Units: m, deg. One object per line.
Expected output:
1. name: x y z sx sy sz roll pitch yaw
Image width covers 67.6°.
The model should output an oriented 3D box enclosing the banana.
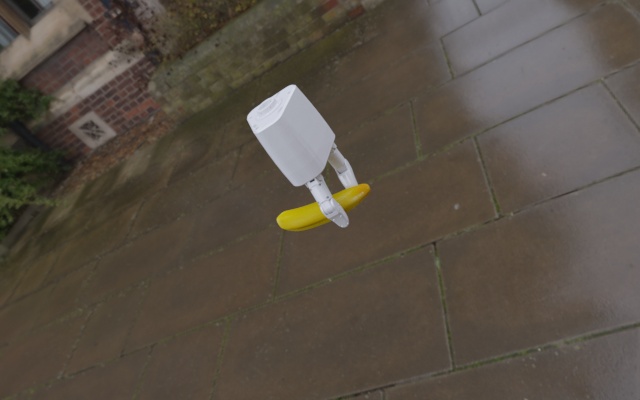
1. banana: -0.009 0.016 0.783 0.198 0.037 0.069 -16 33 39
